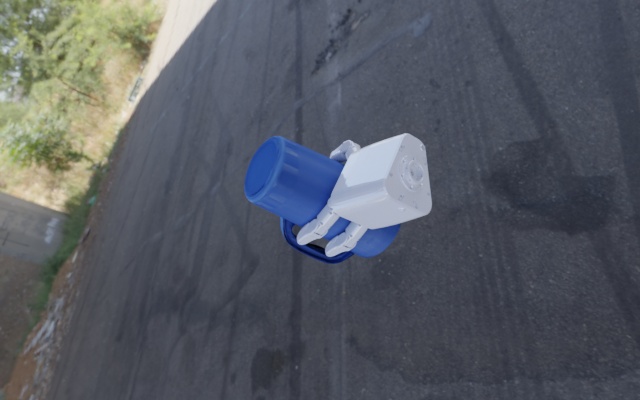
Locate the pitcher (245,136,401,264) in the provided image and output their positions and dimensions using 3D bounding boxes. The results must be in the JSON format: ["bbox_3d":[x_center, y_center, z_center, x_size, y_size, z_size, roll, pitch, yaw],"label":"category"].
[{"bbox_3d":[0.000,0.002,0.766,0.243,0.149,0.145,25,-25,-31],"label":"pitcher"}]
